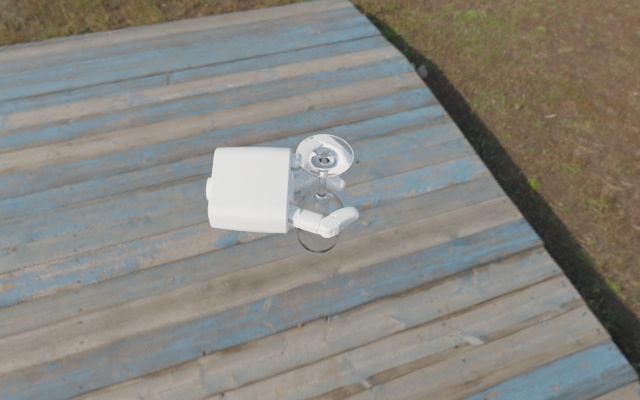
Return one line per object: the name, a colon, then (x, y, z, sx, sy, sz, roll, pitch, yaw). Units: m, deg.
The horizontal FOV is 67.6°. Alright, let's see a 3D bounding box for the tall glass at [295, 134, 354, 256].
tall glass: (0.000, 0.002, 0.684, 0.079, 0.079, 0.201, 0, -37, -3)
